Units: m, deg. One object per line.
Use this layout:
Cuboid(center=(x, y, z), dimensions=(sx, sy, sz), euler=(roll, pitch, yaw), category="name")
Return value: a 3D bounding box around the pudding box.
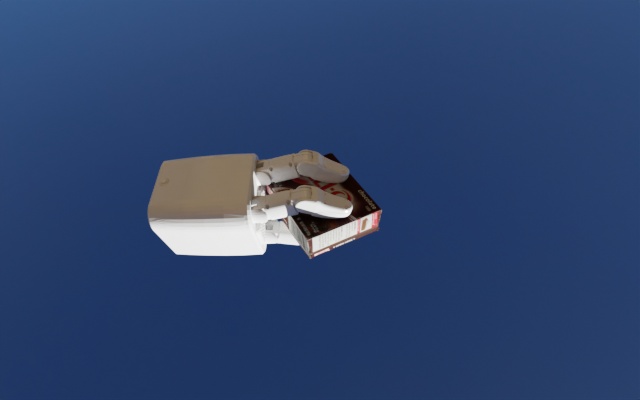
Cuboid(center=(0.000, 0.002, 0.533), dimensions=(0.090, 0.039, 0.113), euler=(-22, 50, -19), category="pudding box")
